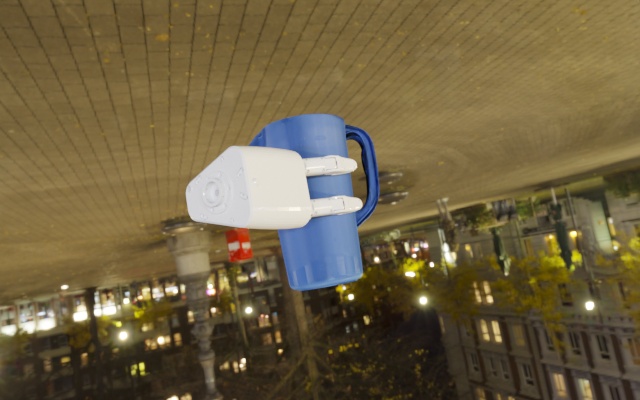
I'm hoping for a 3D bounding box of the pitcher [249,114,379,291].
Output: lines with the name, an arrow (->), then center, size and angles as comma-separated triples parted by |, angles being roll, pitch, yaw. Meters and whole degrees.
pitcher -> 0.000, 0.002, 0.705 | 0.149, 0.243, 0.145 | -15, -9, 32
